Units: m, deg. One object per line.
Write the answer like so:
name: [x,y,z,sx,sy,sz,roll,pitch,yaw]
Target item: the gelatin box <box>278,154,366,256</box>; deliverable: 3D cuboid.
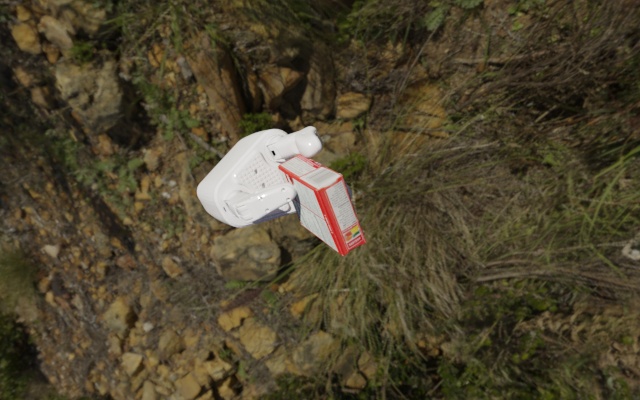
gelatin box: [0.000,0.002,0.450,0.030,0.073,0.089,-30,29,-16]
